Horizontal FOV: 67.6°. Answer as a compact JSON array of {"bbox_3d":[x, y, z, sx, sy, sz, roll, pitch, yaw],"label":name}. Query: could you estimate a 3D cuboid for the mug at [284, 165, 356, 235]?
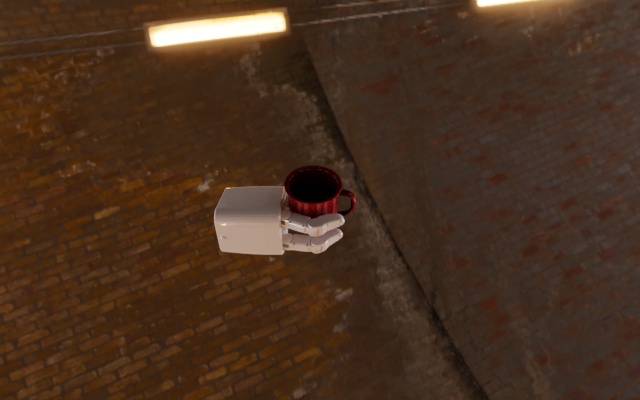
[{"bbox_3d":[0.002,0.003,0.789,0.117,0.082,0.093,2,44,2],"label":"mug"}]
